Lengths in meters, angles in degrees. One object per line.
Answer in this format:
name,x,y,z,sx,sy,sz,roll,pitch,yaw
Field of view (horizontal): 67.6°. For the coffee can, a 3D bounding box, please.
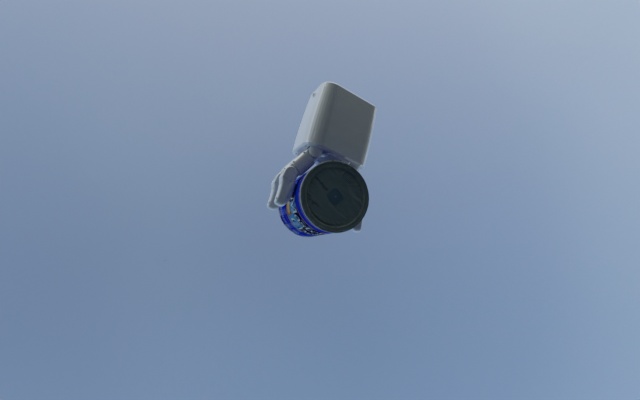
coffee can,0.000,0.003,0.734,0.103,0.103,0.140,0,-7,-18
